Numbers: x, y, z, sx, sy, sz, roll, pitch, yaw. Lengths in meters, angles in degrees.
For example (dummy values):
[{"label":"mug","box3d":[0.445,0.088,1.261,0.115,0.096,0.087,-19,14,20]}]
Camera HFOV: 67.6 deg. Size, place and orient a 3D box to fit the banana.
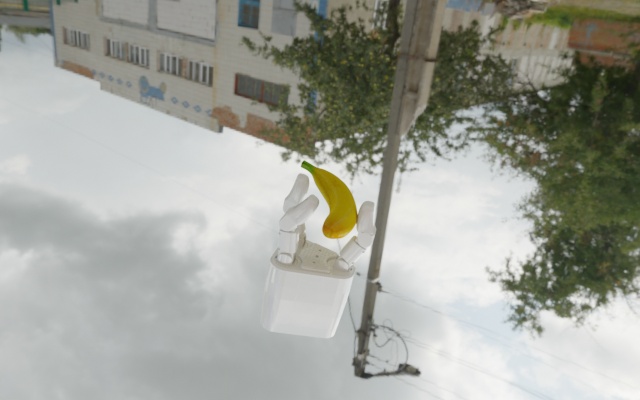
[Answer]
[{"label":"banana","box3d":[0.017,0.004,0.643,0.069,0.037,0.197,11,24,-18]}]
